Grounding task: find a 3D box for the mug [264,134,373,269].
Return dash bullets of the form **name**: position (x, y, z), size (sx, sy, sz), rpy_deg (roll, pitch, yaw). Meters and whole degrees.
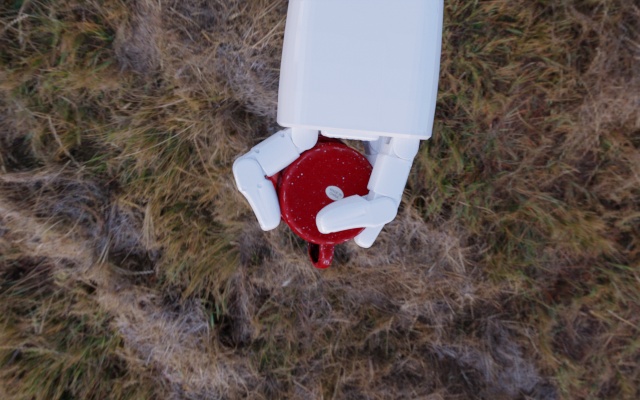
- **mug**: position (0.000, 0.003, 0.409), size (0.093, 0.117, 0.081), rpy_deg (1, 10, -12)
